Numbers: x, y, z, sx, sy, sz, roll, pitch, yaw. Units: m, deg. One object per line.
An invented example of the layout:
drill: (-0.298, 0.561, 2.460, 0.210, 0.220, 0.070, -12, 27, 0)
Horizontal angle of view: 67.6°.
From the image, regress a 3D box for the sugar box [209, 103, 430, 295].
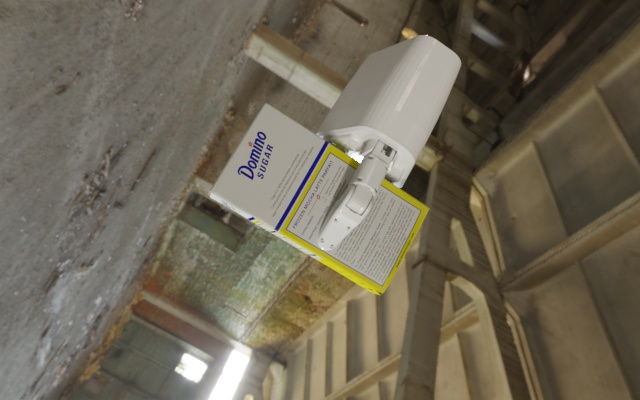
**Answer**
sugar box: (0.000, 0.001, 0.429, 0.176, 0.093, 0.048, 32, -12, -8)
